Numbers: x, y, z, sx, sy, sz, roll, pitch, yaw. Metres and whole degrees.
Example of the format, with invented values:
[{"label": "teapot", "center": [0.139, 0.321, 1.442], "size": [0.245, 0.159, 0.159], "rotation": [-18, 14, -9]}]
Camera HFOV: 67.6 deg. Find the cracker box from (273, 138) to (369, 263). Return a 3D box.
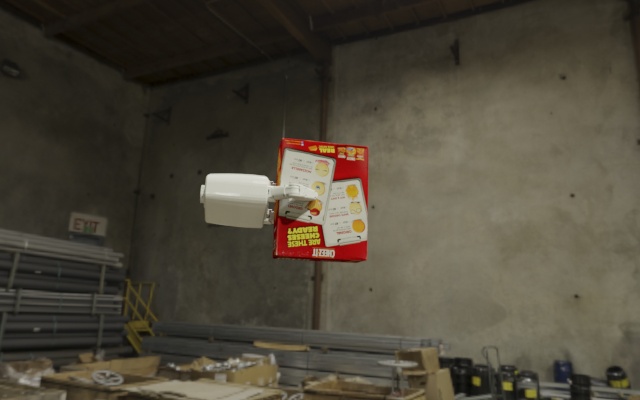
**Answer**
[{"label": "cracker box", "center": [0.000, 0.003, 0.874], "size": [0.164, 0.213, 0.072], "rotation": [4, -13, -10]}]
